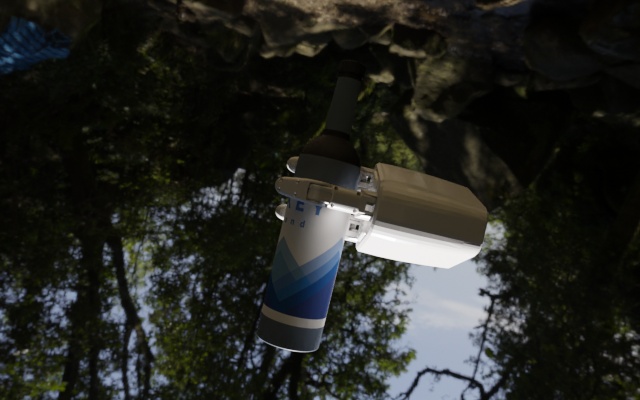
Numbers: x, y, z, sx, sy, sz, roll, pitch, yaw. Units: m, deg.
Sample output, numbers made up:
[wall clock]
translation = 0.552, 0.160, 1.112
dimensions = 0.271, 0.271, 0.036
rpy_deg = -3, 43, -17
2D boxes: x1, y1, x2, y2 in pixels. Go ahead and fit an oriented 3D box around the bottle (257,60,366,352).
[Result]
[bottle]
translation = 0.000, 0.002, 0.496
dimensions = 0.069, 0.295, 0.069
rpy_deg = 13, 0, 0
